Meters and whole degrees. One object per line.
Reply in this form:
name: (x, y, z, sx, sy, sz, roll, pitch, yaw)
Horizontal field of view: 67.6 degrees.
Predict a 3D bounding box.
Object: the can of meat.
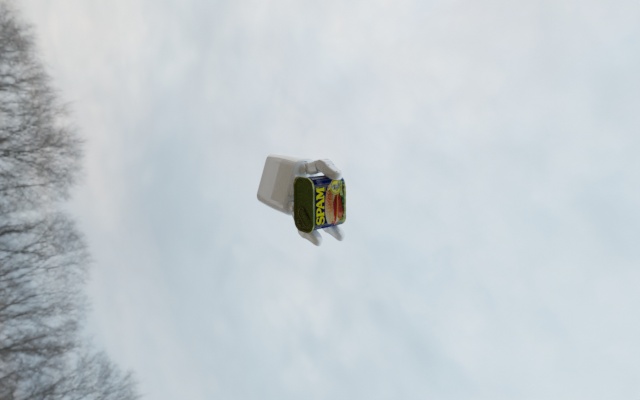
can of meat: (0.000, 0.003, 0.883, 0.084, 0.102, 0.057, -10, 15, -39)
